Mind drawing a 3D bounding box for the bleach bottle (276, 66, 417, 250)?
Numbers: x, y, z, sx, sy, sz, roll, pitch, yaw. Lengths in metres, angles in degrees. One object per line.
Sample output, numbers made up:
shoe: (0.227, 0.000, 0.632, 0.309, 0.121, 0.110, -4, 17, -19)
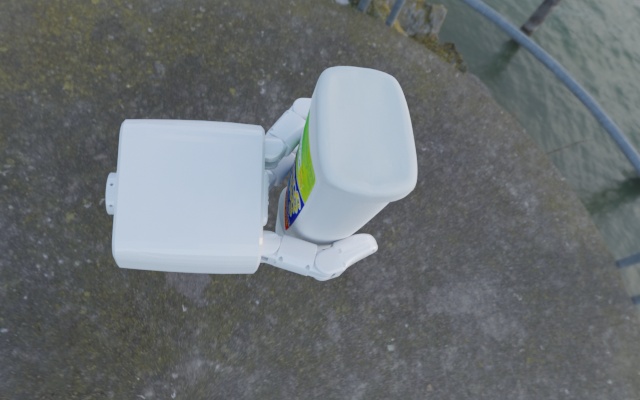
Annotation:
bleach bottle: (0.000, 0.001, 0.416, 0.068, 0.102, 0.251, 4, -25, -14)
